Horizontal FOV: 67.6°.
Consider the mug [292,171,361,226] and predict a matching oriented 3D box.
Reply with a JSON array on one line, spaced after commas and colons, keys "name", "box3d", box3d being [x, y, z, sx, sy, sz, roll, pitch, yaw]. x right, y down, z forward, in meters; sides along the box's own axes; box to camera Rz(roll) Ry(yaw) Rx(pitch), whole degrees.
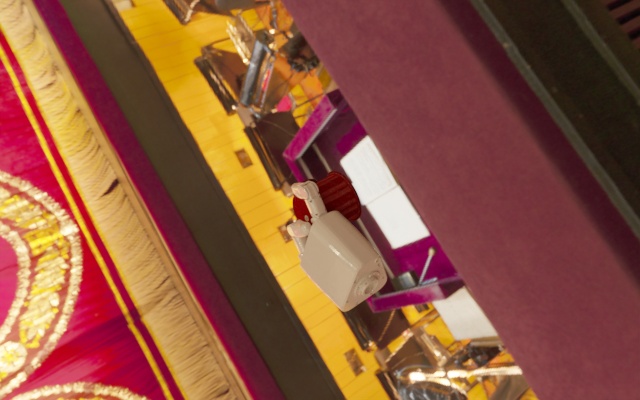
[{"name": "mug", "box3d": [-0.001, 0.002, 0.796, 0.081, 0.093, 0.117, -29, 51, -24]}]
